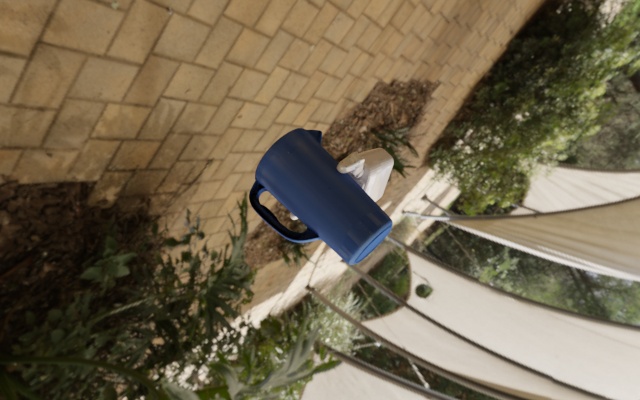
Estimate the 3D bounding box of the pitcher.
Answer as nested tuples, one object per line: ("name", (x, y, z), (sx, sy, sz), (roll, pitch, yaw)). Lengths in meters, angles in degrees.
("pitcher", (0.000, 0.003, 0.847), (0.242, 0.149, 0.145), (45, 37, 16))
